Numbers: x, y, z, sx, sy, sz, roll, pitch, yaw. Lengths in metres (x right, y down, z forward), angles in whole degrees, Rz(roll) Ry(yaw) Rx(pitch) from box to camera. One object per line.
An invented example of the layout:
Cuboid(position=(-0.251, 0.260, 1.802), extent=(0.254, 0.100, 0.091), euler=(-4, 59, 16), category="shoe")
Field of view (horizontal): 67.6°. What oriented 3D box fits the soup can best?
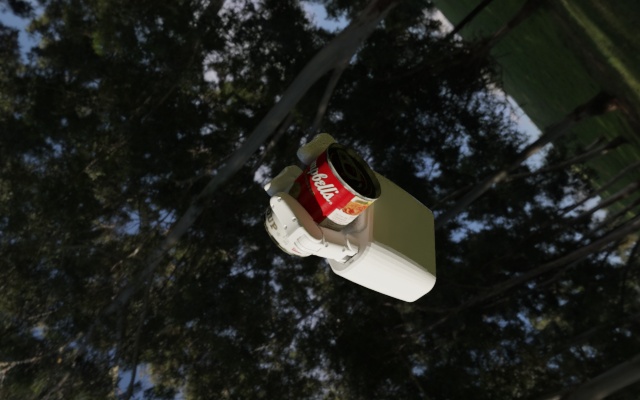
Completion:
Cuboid(position=(0.000, 0.002, 0.470), extent=(0.102, 0.068, 0.068), euler=(-42, -24, 29), category="soup can")
